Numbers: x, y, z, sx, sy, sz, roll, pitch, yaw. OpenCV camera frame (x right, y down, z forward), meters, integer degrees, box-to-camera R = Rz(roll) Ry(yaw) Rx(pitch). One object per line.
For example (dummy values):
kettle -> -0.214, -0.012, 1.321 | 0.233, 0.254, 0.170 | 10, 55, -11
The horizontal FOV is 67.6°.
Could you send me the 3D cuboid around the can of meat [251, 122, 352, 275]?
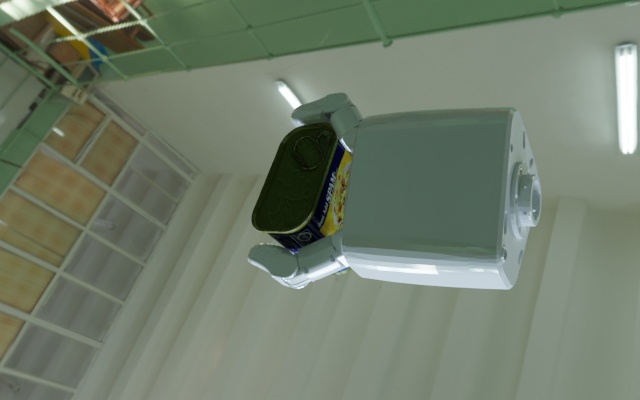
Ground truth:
can of meat -> 0.000, 0.002, 0.401 | 0.057, 0.102, 0.084 | -2, -32, 35
